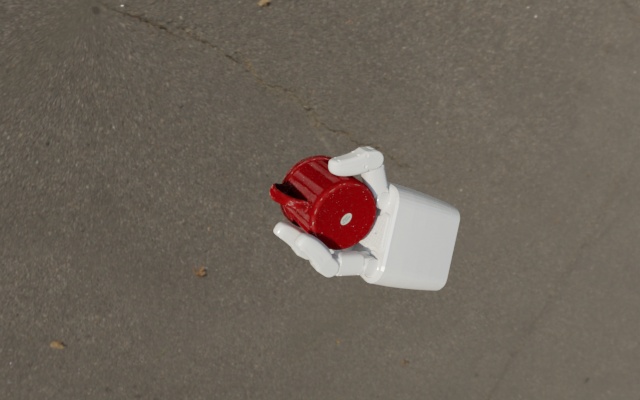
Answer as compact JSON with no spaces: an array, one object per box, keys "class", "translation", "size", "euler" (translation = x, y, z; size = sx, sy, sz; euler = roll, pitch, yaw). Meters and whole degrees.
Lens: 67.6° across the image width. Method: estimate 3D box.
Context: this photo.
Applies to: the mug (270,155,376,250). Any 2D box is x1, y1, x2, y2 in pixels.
[{"class":"mug","translation":[-0.001,0.001,0.534],"size":[0.117,0.093,0.081],"euler":[13,14,-30]}]
